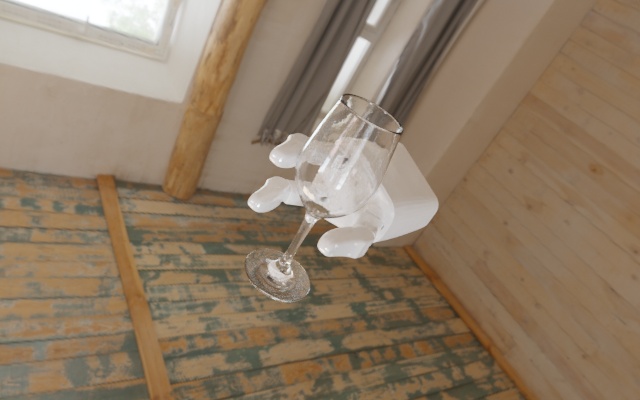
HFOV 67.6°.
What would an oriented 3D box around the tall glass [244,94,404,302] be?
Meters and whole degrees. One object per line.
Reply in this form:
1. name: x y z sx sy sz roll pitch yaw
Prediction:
1. tall glass: 0.000 0.002 0.452 0.079 0.201 0.079 23 29 -13
